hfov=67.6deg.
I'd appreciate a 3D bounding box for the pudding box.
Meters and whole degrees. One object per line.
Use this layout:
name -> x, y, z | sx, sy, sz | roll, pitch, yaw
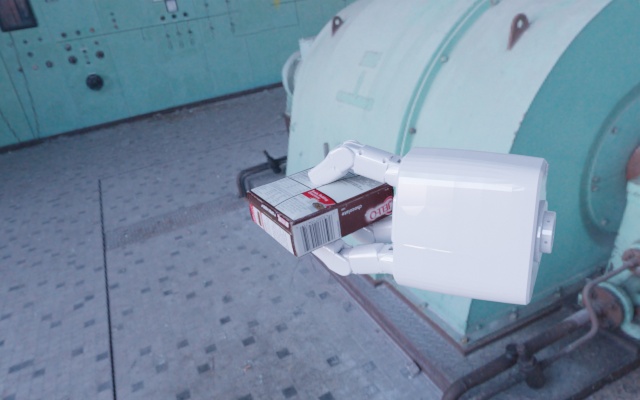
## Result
pudding box -> 0.000, 0.001, 0.455 | 0.113, 0.039, 0.090 | -20, 29, -27
